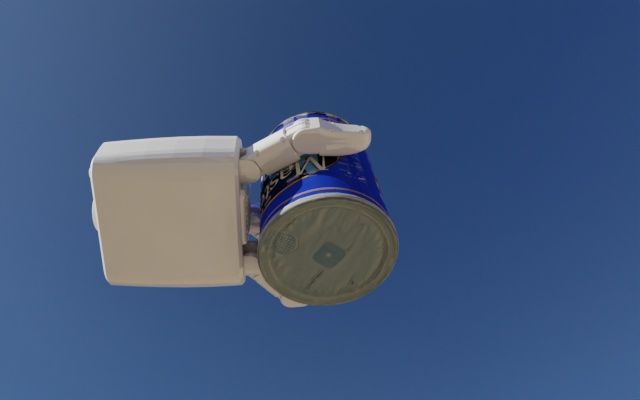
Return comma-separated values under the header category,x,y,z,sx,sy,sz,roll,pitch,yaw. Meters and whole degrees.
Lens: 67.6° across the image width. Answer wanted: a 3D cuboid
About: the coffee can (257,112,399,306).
category,x,y,z,sx,sy,sz,roll,pitch,yaw
coffee can,0.000,0.001,0.400,0.103,0.103,0.140,0,34,-6
